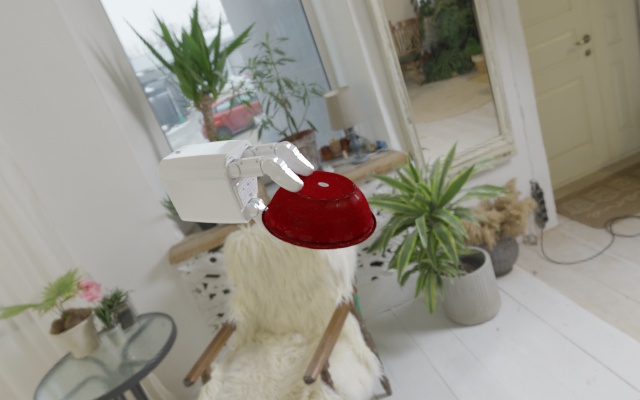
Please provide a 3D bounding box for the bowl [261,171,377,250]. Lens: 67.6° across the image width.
[{"bbox_3d":[0.001,0.002,0.658,0.162,0.055,0.162,4,27,-2],"label":"bowl"}]
